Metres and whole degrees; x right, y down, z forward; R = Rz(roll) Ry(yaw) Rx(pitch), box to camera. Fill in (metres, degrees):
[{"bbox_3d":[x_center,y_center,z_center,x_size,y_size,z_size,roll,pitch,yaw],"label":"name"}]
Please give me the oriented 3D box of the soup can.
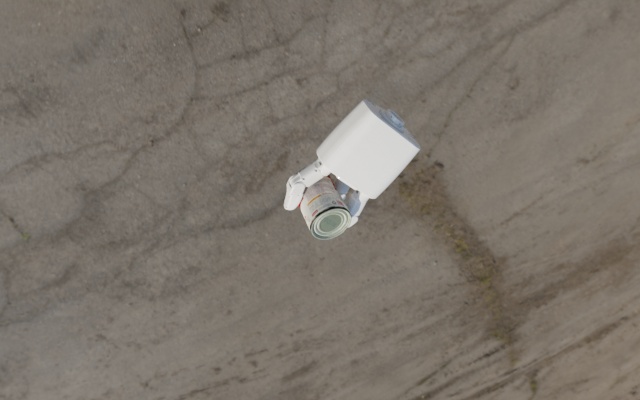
[{"bbox_3d":[0.000,0.003,0.745,0.068,0.068,0.102,0,41,-26],"label":"soup can"}]
